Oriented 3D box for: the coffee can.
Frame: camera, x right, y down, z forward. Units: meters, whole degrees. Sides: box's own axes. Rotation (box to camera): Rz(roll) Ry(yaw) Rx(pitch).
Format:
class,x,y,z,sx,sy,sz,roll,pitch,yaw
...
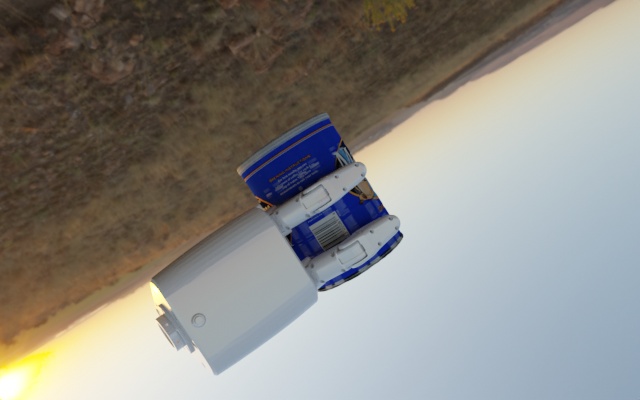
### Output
class,x,y,z,sx,sy,sz,roll,pitch,yaw
coffee can,0.000,0.001,0.464,0.103,0.140,0.103,-33,3,2
